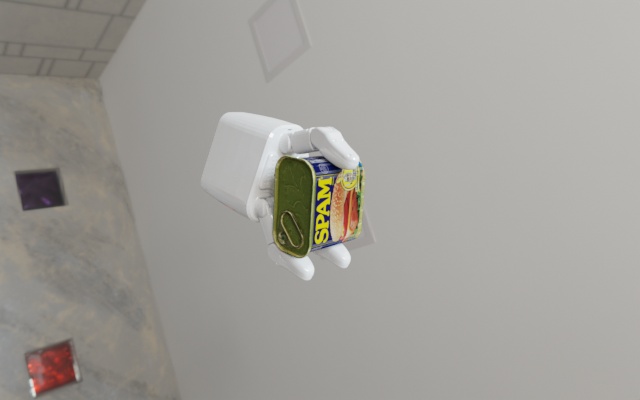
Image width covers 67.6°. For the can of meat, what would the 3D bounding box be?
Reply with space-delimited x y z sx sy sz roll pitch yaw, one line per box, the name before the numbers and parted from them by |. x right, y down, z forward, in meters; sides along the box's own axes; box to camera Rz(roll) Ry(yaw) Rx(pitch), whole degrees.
can of meat | 0.000 0.002 0.507 0.057 0.102 0.084 17 19 42
